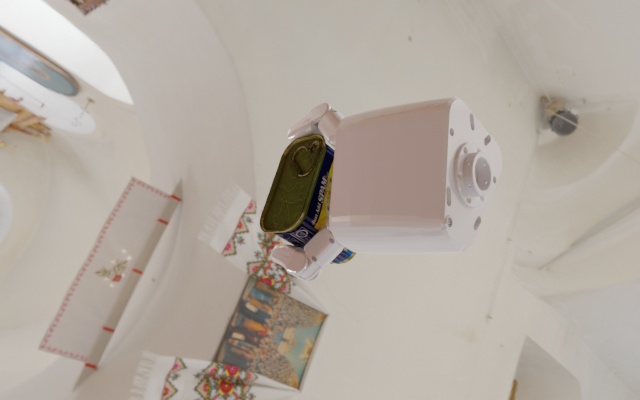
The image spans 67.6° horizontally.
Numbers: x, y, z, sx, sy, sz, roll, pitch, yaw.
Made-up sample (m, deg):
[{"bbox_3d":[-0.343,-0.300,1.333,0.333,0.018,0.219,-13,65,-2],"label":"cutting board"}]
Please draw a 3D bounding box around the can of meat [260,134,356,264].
[{"bbox_3d":[0.000,0.002,0.462,0.057,0.102,0.084,-7,-32,44],"label":"can of meat"}]
